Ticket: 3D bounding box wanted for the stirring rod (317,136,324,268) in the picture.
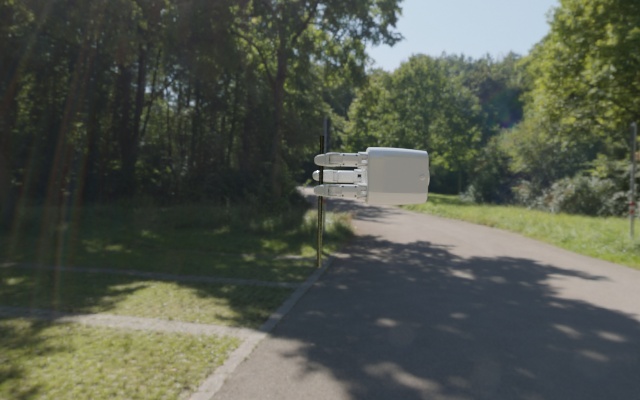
[{"bbox_3d":[0.000,0.003,0.870,0.011,0.239,0.011,1,1,0],"label":"stirring rod"}]
